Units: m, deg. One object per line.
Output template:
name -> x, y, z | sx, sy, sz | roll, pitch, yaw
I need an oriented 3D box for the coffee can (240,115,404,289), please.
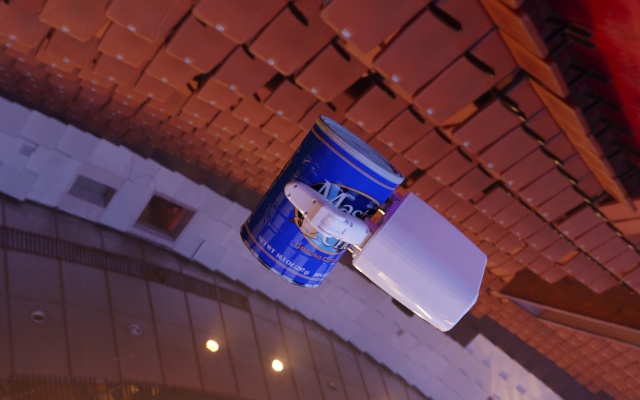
coffee can -> 0.000, 0.001, 0.479 | 0.103, 0.140, 0.102 | 34, 14, -10
